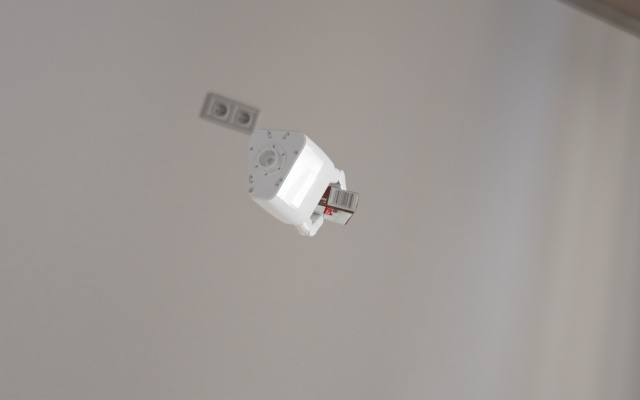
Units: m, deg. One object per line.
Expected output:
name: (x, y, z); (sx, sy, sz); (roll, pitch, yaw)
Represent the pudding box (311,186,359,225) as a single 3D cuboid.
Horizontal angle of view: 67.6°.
pudding box: (0.000, 0.003, 0.793); (0.113, 0.039, 0.090); (16, -15, -2)
